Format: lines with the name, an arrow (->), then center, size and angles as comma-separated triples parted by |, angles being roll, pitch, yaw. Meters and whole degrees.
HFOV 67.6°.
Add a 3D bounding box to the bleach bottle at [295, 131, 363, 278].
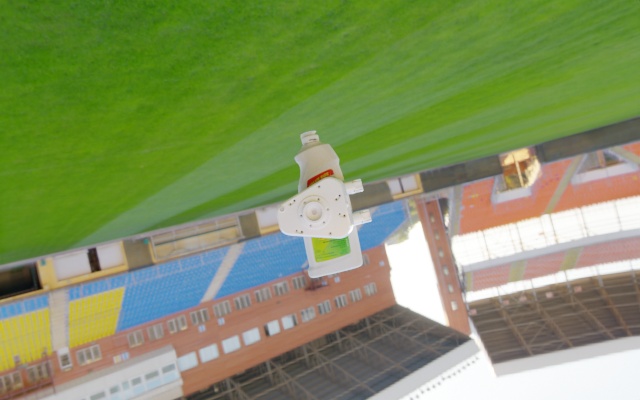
bleach bottle -> 0.000, 0.003, 0.851 | 0.102, 0.251, 0.068 | -14, -1, 3
